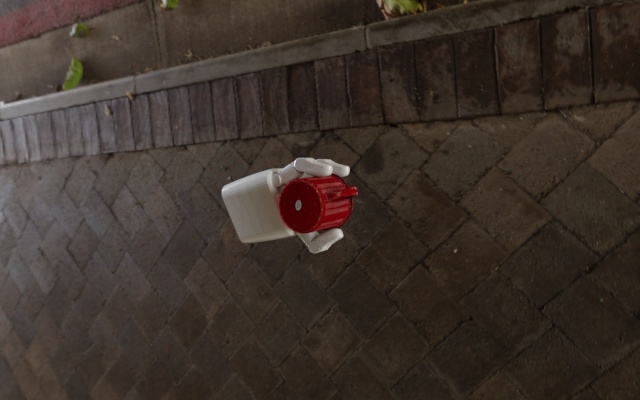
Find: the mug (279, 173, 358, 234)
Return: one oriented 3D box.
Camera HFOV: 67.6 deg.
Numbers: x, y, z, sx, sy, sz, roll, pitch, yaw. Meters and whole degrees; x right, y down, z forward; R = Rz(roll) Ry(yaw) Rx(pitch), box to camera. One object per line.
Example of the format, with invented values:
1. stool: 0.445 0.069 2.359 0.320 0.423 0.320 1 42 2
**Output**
1. mug: 0.001 0.002 0.718 0.117 0.093 0.081 -15 -3 31
